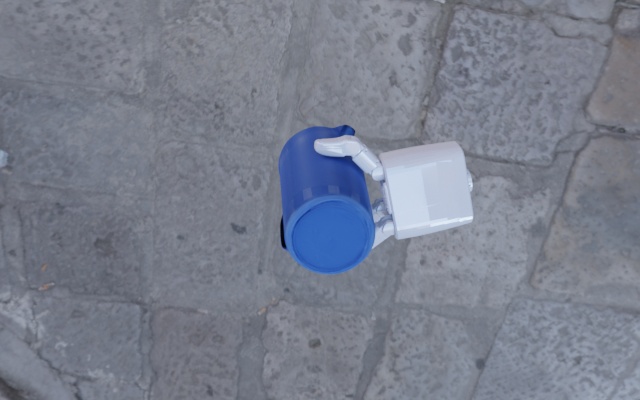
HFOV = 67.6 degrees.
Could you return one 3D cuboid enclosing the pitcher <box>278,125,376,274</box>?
[{"bbox_3d":[0.000,0.002,0.663,0.145,0.149,0.242,-10,25,2],"label":"pitcher"}]
